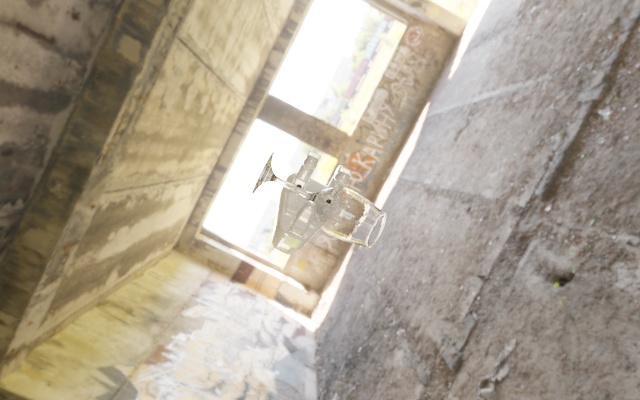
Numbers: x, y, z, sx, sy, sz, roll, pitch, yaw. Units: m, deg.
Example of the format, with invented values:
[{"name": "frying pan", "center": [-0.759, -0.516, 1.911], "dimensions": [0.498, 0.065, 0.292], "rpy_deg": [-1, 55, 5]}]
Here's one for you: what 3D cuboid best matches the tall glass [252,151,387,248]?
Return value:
[{"name": "tall glass", "center": [0.000, 0.002, 0.736], "dimensions": [0.201, 0.079, 0.079], "rpy_deg": [27, -2, -4]}]
